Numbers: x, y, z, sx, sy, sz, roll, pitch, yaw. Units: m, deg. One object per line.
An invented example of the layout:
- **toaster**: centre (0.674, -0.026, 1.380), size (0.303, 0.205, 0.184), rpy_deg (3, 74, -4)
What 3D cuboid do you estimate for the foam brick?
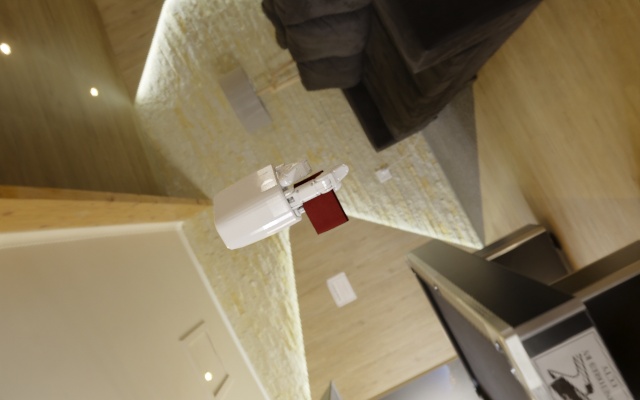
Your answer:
- **foam brick**: centre (0.000, 0.003, 0.711), size (0.051, 0.078, 0.053), rpy_deg (-28, 13, 1)
